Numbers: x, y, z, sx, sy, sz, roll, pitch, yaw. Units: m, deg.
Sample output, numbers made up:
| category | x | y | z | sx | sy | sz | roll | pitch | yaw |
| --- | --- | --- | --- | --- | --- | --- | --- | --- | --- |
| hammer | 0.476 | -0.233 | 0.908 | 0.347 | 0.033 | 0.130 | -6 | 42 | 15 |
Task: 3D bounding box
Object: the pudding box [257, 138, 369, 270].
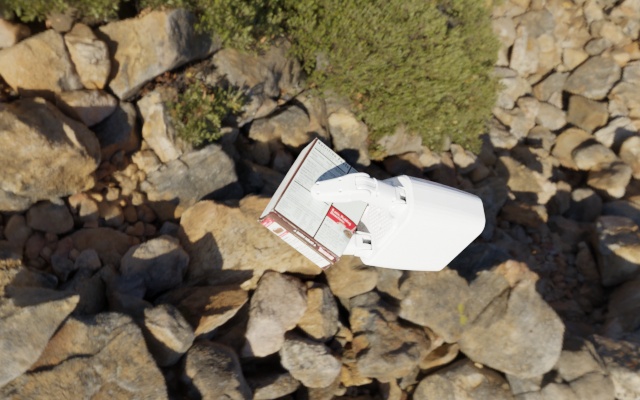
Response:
| category | x | y | z | sx | sy | sz | roll | pitch | yaw |
| --- | --- | --- | --- | --- | --- | --- | --- | --- | --- |
| pudding box | 0.000 | 0.002 | 0.509 | 0.090 | 0.113 | 0.039 | 37 | -37 | -11 |
